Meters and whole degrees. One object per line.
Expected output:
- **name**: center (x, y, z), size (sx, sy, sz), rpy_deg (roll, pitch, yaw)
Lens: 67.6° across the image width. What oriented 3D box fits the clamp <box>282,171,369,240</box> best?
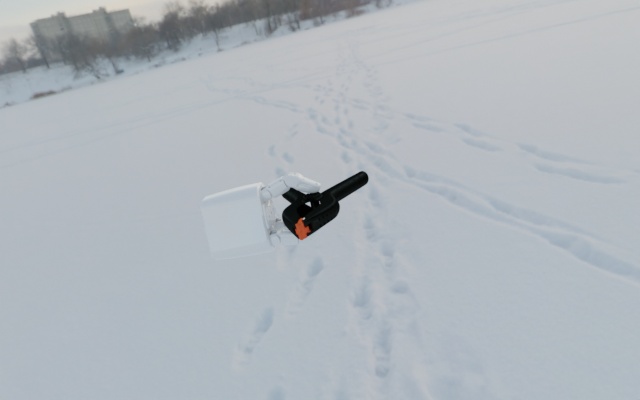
- **clamp**: center (0.000, 0.002, 0.788), size (0.164, 0.036, 0.210), rpy_deg (-13, 20, 9)
